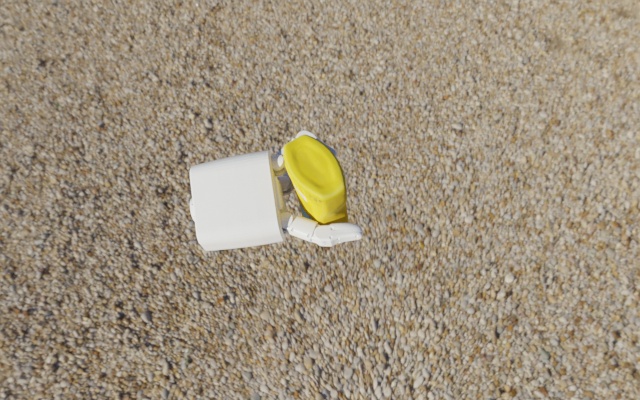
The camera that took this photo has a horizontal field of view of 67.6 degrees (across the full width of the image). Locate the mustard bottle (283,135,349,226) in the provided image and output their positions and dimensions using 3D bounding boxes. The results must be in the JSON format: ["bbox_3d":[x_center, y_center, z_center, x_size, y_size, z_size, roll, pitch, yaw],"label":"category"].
[{"bbox_3d":[0.000,0.002,0.634,0.058,0.096,0.192,-33,-26,-11],"label":"mustard bottle"}]
